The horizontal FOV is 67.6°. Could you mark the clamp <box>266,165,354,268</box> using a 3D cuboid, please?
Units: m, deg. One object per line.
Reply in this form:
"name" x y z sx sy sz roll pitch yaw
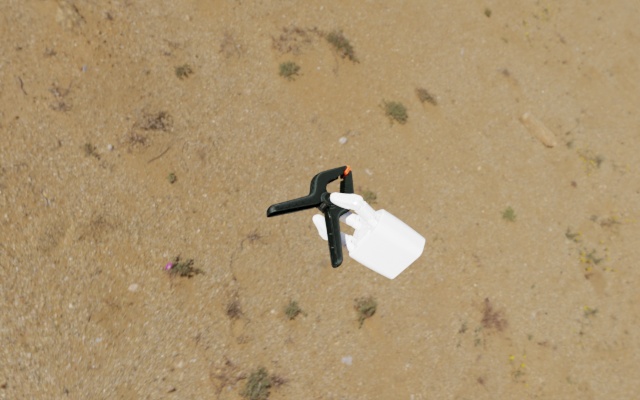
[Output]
"clamp" 0.001 0.002 0.897 0.164 0.209 0.036 33 -37 -12
